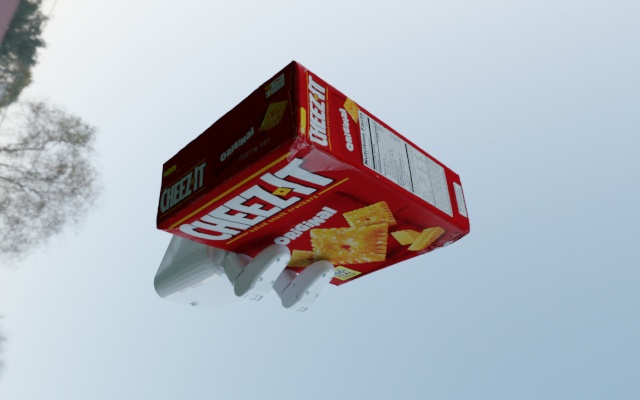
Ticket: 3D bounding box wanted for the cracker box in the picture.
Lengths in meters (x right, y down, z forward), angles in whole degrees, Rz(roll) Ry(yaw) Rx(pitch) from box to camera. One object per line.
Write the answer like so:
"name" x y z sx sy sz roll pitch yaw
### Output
"cracker box" 0.000 0.001 0.405 0.164 0.072 0.214 -28 -37 35
